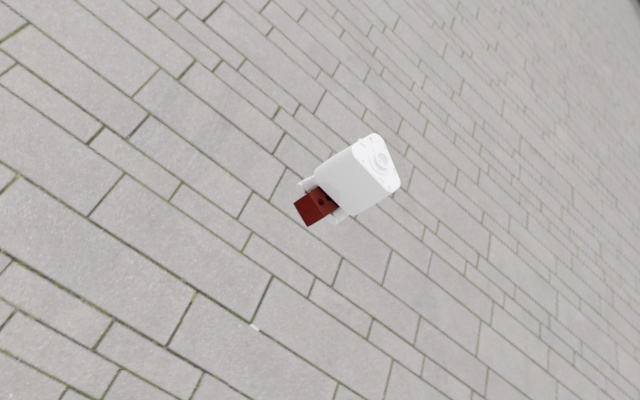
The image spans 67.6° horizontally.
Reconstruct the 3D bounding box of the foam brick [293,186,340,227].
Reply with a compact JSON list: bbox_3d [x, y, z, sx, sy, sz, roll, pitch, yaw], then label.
[{"bbox_3d":[0.000,0.003,0.872,0.051,0.053,0.078,-31,2,46],"label":"foam brick"}]
